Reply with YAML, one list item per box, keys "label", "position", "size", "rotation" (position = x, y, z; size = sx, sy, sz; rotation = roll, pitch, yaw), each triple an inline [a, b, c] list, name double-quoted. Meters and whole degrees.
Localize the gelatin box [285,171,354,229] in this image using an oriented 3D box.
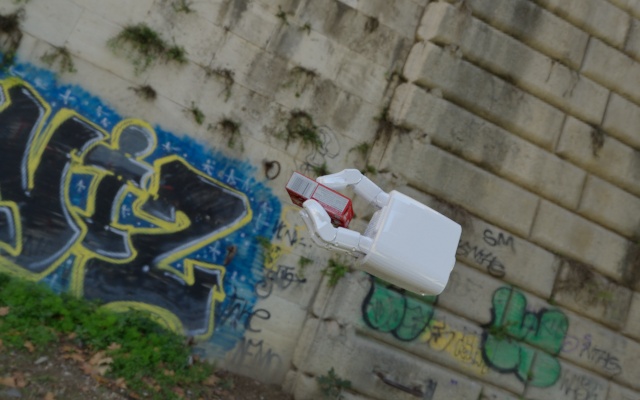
- label: "gelatin box"
  position: [0.000, 0.002, 0.648]
  size: [0.089, 0.030, 0.073]
  rotation: [28, -12, 12]
